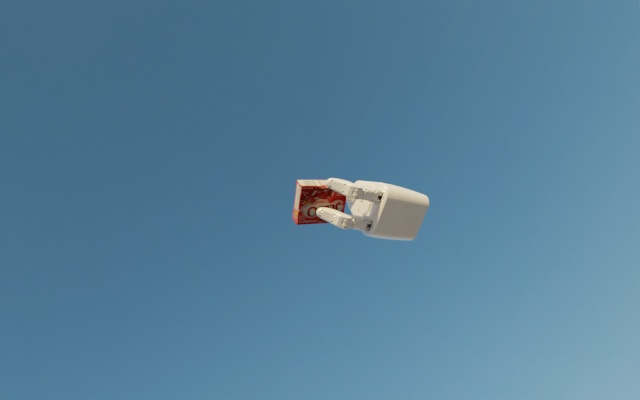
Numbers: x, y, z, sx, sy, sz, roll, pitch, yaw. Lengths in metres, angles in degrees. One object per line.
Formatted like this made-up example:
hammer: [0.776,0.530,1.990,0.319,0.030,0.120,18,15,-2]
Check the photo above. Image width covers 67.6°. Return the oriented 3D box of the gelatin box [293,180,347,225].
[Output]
gelatin box: [0.000,0.003,0.826,0.089,0.073,0.030,-1,25,-22]
